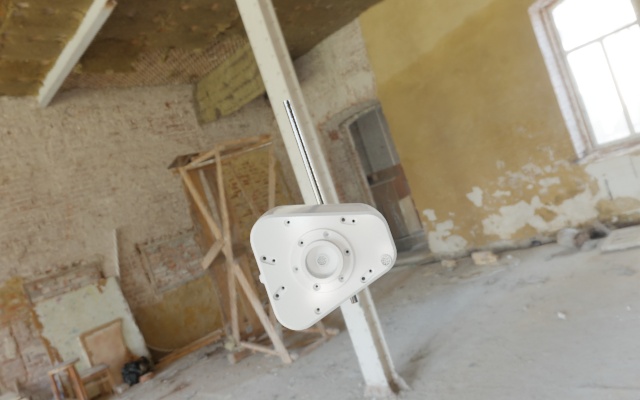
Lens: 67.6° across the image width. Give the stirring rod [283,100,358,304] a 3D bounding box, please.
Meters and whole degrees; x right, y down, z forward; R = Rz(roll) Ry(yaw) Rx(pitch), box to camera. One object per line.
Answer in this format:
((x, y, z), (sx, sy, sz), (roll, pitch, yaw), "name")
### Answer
((0.000, 0.002, 0.539), (0.011, 0.239, 0.011), (-19, 1, 0), "stirring rod")
